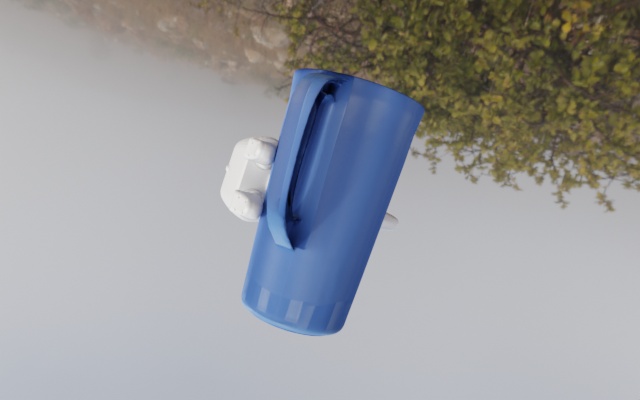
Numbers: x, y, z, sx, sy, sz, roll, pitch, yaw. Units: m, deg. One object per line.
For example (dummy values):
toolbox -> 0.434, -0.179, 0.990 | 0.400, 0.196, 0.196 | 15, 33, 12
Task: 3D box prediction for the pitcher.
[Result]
pitcher -> 0.000, 0.002, 0.467 | 0.149, 0.243, 0.145 | 16, 2, -23
